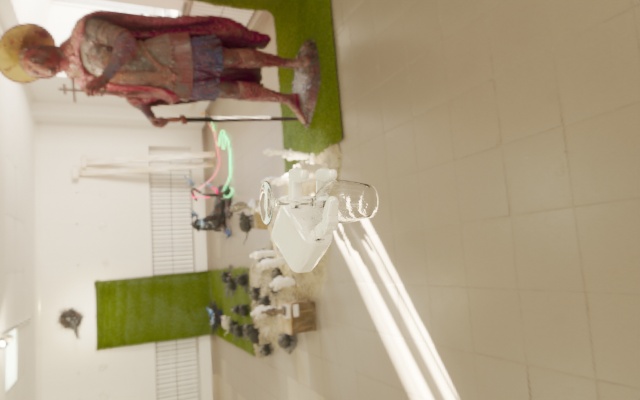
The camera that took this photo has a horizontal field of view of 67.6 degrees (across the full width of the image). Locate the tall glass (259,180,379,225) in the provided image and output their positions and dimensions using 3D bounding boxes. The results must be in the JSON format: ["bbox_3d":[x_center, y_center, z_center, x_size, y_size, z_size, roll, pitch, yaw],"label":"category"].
[{"bbox_3d":[0.000,0.003,0.834,0.201,0.079,0.079,-1,0,-24],"label":"tall glass"}]
